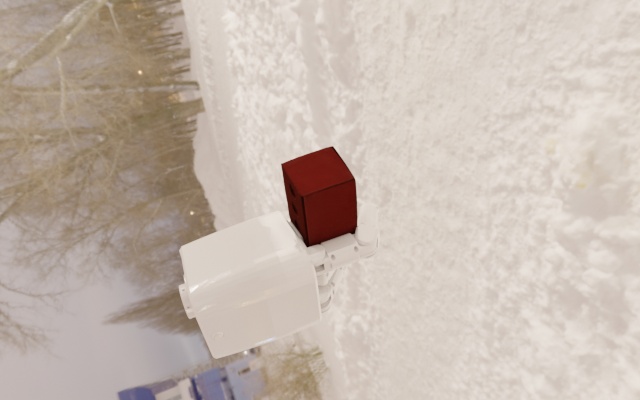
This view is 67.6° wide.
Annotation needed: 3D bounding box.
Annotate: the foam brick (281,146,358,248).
[{"bbox_3d":[0.000,0.001,0.435,0.051,0.078,0.053,-18,43,-13],"label":"foam brick"}]
